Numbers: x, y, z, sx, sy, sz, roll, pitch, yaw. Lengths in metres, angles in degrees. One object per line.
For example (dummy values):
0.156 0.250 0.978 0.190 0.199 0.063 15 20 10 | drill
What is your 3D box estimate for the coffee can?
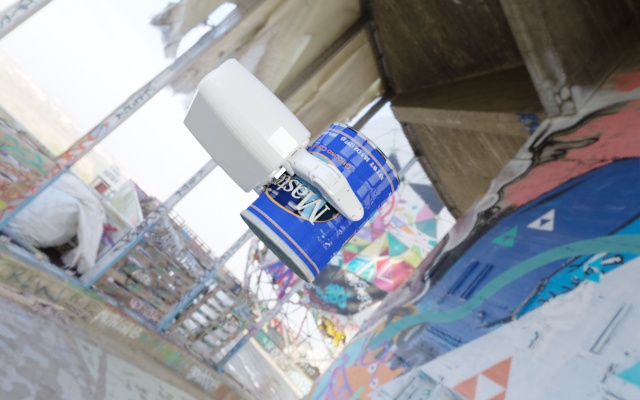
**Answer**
0.000 0.002 0.506 0.140 0.103 0.103 -45 12 -13 | coffee can
